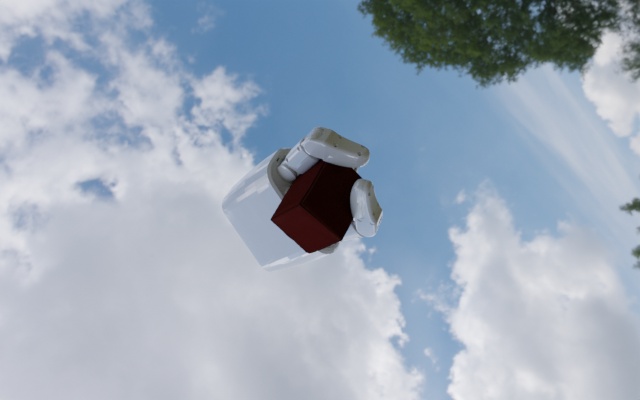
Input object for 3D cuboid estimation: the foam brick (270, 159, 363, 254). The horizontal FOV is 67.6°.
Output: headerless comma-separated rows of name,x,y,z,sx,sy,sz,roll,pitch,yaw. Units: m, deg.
foam brick,0.000,0.002,0.449,0.053,0.078,0.051,44,-42,-17
